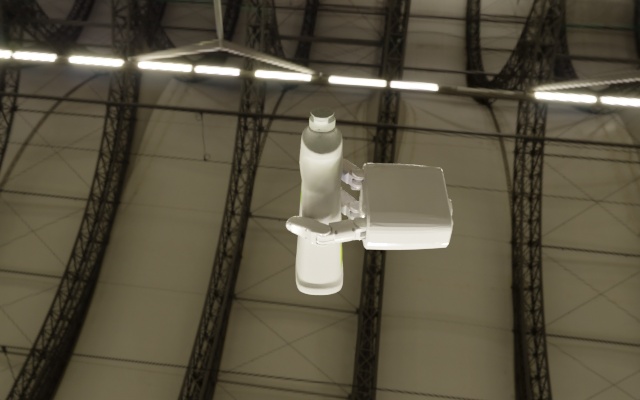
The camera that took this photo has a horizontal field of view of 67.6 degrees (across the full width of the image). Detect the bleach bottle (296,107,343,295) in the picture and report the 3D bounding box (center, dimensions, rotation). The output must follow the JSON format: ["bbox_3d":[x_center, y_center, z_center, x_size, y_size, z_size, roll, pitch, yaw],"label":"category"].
[{"bbox_3d":[0.000,0.002,0.631,0.068,0.251,0.102,0,36,-2],"label":"bleach bottle"}]
